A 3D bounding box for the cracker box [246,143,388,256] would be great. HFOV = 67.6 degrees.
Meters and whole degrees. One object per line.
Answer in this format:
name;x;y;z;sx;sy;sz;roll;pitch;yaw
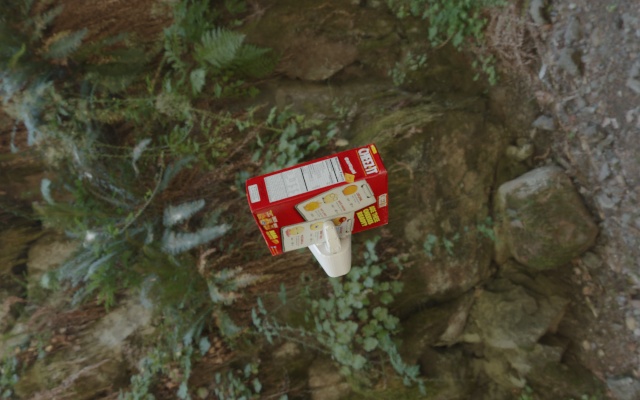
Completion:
cracker box;0.000;0.003;0.791;0.213;0.072;0.164;-17;-32;-2
